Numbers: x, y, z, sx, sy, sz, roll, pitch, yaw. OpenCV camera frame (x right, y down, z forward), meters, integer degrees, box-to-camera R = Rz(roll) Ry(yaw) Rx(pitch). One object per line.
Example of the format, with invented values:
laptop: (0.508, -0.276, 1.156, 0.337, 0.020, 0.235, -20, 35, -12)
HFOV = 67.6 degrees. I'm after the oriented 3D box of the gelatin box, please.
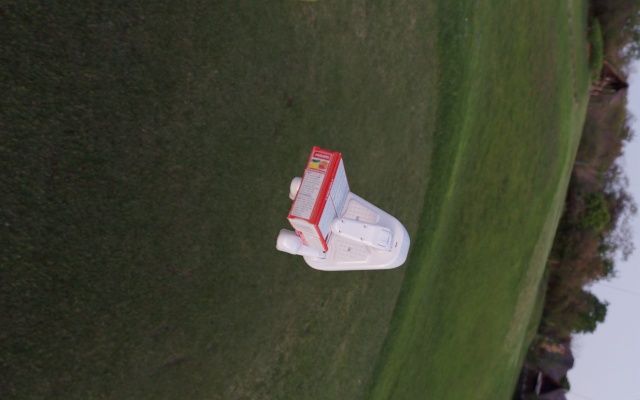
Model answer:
gelatin box: (0.000, 0.002, 0.459, 0.030, 0.073, 0.089, 15, -18, 14)
